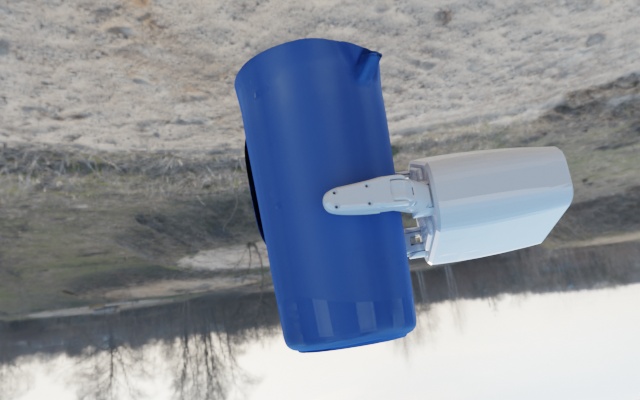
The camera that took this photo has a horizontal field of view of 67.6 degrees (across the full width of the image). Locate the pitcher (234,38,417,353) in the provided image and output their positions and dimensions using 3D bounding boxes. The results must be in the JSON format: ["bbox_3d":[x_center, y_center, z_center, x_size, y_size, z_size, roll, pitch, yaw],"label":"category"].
[{"bbox_3d":[0.000,0.001,0.418,0.145,0.242,0.149,-9,-13,2],"label":"pitcher"}]
